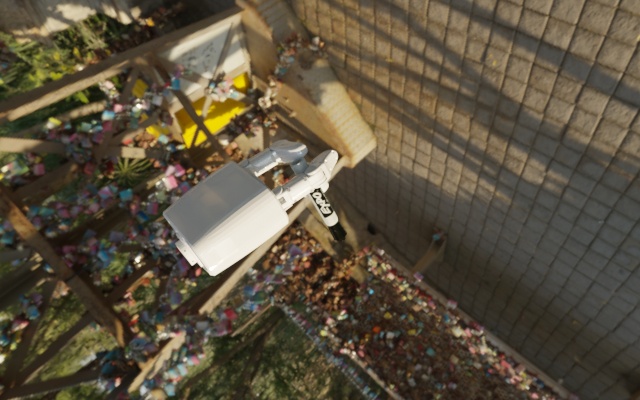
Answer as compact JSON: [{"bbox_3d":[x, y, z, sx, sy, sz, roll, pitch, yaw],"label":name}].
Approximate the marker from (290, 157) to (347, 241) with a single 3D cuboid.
[{"bbox_3d":[0.000,0.002,0.582,0.020,0.121,0.020,-25,25,12],"label":"marker"}]
